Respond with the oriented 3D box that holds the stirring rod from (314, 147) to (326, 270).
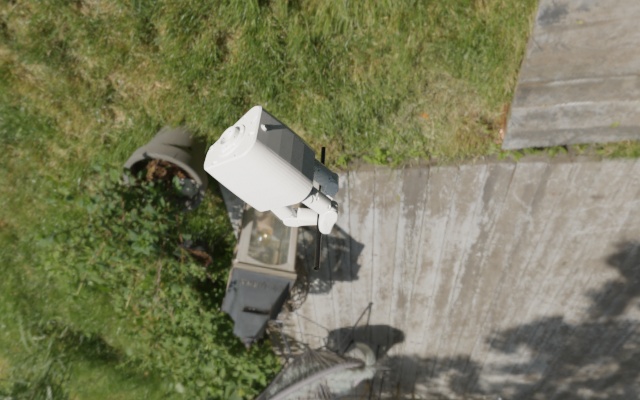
[{"bbox_3d":[0.000,0.002,0.732,0.011,0.239,0.011,2,-41,2],"label":"stirring rod"}]
